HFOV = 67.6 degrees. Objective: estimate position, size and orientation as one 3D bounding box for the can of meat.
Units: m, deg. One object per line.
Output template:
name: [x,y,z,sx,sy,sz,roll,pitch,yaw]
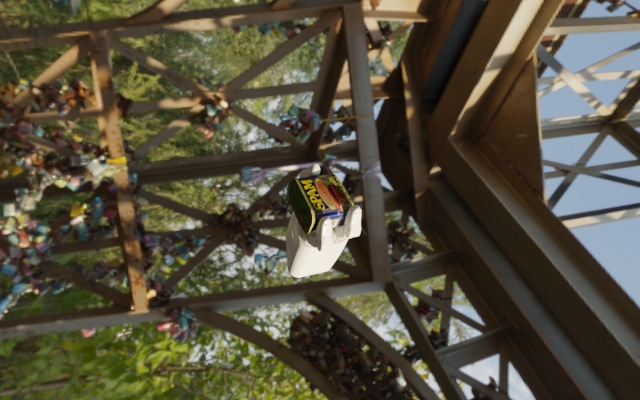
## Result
can of meat: [0.000,0.003,0.830,0.084,0.102,0.057,-9,-37,-26]
